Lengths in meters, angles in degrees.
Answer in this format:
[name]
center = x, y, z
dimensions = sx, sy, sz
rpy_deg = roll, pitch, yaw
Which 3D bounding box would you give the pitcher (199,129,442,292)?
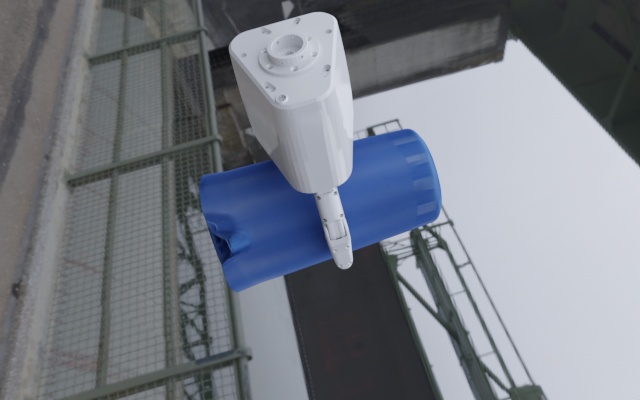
[pitcher]
center = 0.000, 0.002, 0.536
dimensions = 0.243, 0.149, 0.145
rpy_deg = -16, -36, -1
